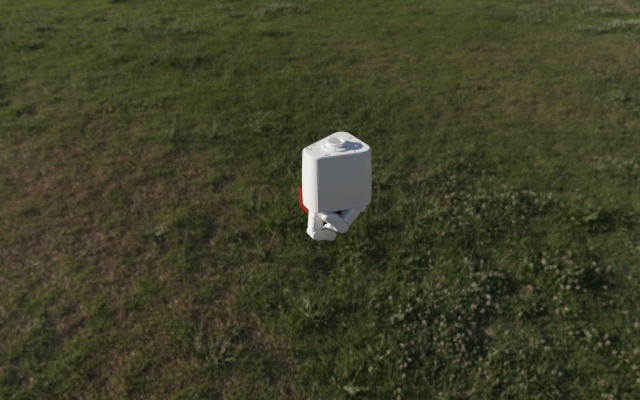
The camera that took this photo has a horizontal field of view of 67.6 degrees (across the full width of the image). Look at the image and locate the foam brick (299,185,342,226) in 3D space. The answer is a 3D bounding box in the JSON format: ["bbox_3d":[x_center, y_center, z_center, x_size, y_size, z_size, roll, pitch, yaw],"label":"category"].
[{"bbox_3d":[0.000,0.003,0.896,0.053,0.051,0.078,-20,37,-25],"label":"foam brick"}]
